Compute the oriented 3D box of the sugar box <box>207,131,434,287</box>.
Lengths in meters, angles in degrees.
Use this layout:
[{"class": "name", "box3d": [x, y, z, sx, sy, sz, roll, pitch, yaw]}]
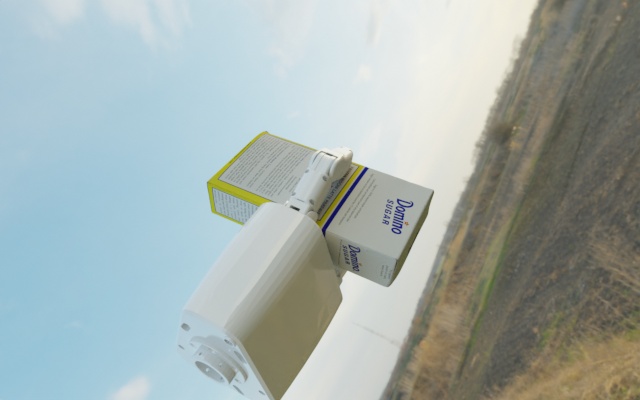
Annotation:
[{"class": "sugar box", "box3d": [0.000, 0.002, 0.423, 0.176, 0.048, 0.093, 23, 48, 16]}]
